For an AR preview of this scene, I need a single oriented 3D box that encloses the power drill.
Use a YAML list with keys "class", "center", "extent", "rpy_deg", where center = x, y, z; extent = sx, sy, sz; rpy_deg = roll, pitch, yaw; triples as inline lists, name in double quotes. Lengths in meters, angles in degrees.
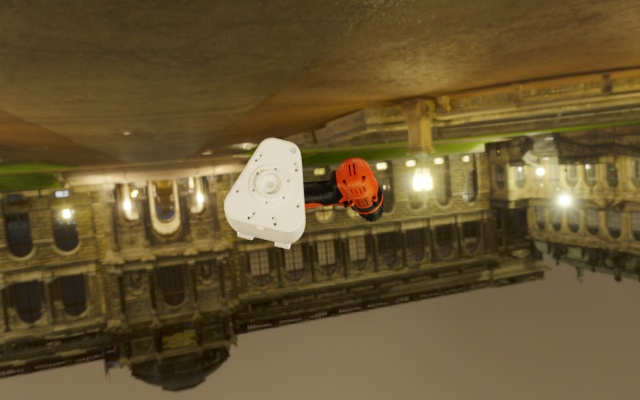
- class: "power drill"
  center: [0.000, 0.002, 0.726]
  extent: [0.187, 0.057, 0.184]
  rpy_deg: [-13, -25, 10]
